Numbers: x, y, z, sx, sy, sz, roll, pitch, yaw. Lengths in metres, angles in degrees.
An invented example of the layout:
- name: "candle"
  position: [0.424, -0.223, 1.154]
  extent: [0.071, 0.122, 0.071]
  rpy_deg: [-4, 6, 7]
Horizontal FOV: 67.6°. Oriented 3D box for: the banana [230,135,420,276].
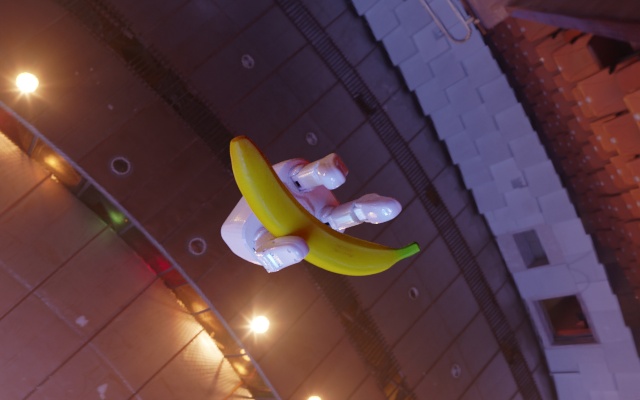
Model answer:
- name: "banana"
  position: [-0.007, 0.019, 0.431]
  extent: [0.198, 0.069, 0.037]
  rpy_deg: [31, 7, -17]
